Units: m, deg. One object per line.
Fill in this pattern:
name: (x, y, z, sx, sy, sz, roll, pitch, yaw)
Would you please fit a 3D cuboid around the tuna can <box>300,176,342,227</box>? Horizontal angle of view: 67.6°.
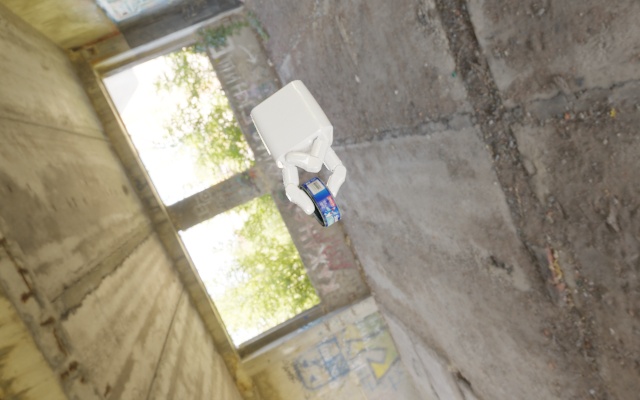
tuna can: (0.000, 0.003, 0.818, 0.034, 0.086, 0.086, -31, 6, -11)
